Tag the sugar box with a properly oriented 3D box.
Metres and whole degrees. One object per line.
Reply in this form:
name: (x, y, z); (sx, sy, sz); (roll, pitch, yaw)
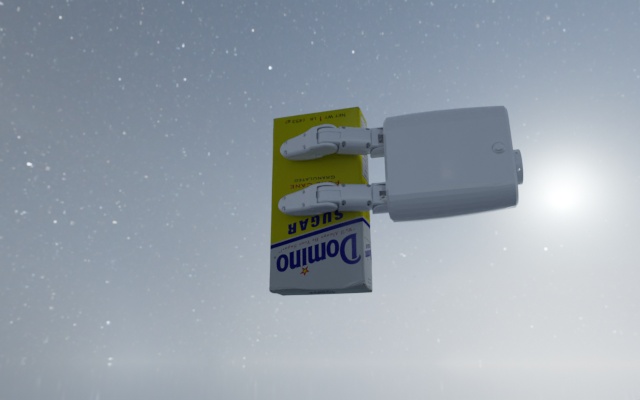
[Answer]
sugar box: (0.000, 0.001, 0.466); (0.093, 0.176, 0.048); (-6, -20, 16)
